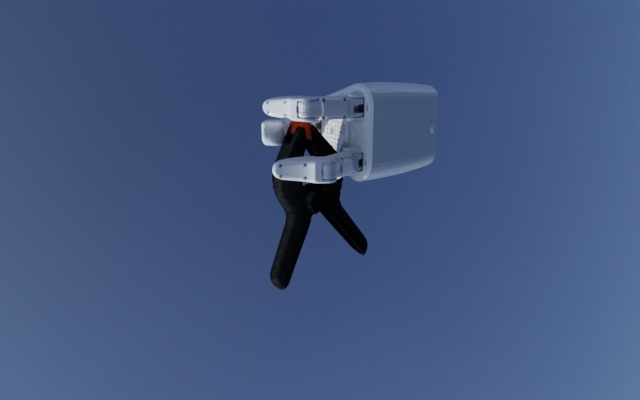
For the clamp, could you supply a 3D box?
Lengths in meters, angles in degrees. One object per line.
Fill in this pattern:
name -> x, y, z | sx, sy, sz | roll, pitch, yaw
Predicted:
clamp -> 0.000, 0.001, 0.501 | 0.120, 0.171, 0.039 | -12, 21, -37
